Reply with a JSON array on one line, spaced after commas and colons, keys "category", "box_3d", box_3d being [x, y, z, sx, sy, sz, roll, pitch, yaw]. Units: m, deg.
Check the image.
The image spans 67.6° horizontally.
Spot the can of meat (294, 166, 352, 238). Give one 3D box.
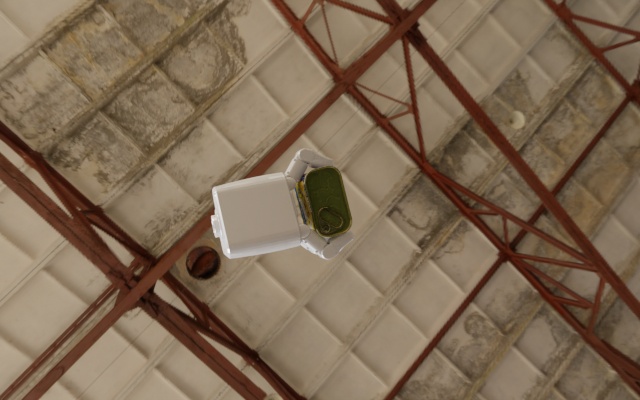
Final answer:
[{"category": "can of meat", "box_3d": [0.000, 0.002, 0.729, 0.057, 0.102, 0.084, -15, 3, -17]}]
